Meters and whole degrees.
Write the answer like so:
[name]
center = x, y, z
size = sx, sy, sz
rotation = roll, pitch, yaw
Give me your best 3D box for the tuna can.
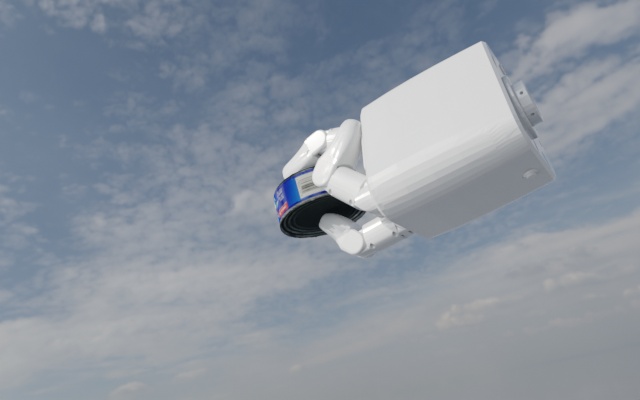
[tuna can]
center = 0.000, 0.001, 0.448
size = 0.086, 0.033, 0.086
rotation = -13, -26, -7
